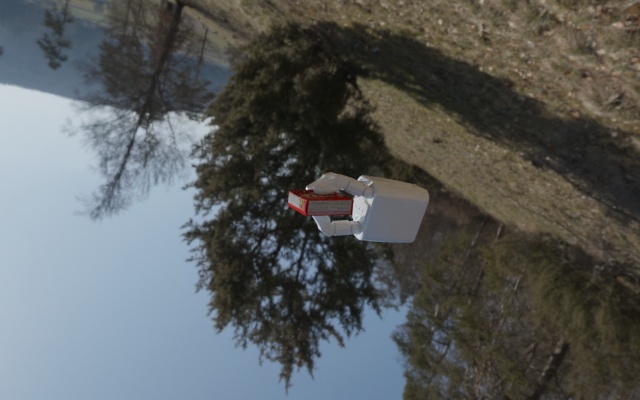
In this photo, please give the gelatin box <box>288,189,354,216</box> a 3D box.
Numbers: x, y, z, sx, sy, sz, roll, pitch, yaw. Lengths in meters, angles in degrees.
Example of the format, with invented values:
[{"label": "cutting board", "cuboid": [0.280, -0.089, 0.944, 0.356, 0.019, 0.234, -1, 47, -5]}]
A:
[{"label": "gelatin box", "cuboid": [0.000, 0.003, 0.803, 0.089, 0.030, 0.073, -1, 14, -28]}]
